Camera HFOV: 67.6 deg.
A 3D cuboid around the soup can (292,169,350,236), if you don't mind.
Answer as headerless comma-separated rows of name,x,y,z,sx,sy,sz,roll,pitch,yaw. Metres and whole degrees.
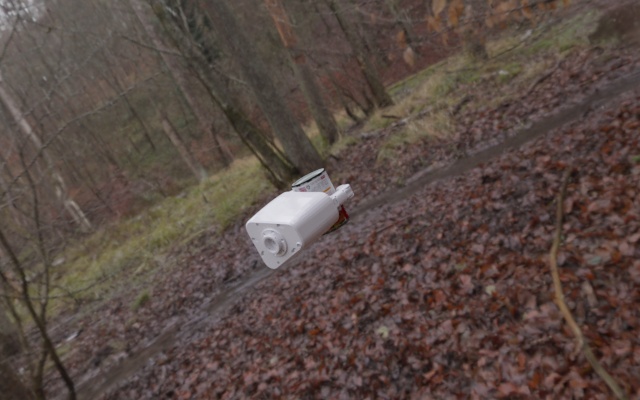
soup can,0.000,0.002,0.856,0.068,0.102,0.068,-27,10,5
